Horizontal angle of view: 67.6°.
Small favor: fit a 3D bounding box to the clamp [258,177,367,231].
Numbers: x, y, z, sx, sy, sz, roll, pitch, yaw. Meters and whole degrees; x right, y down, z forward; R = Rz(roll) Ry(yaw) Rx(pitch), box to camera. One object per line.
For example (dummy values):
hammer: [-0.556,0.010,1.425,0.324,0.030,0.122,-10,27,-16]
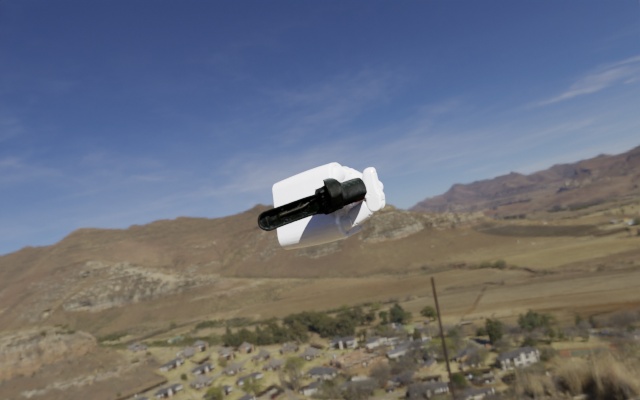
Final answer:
clamp: [0.000,0.001,0.611,0.120,0.039,0.171,-19,-7,24]
